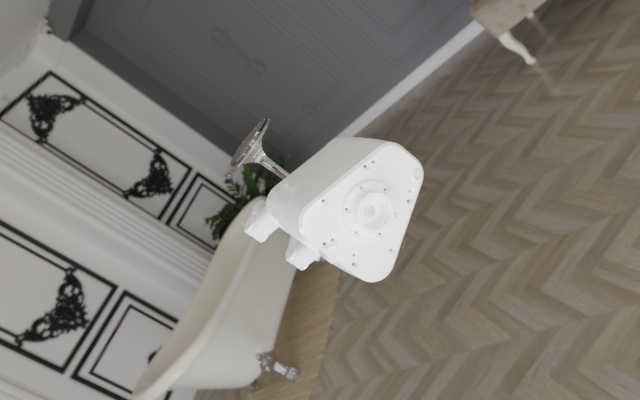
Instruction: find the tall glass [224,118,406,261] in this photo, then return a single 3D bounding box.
[{"bbox_3d":[0.000,0.001,0.517,0.201,0.079,0.079,36,-14,-19],"label":"tall glass"}]
